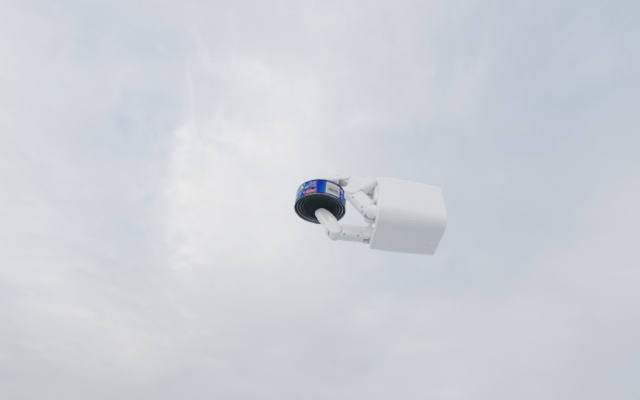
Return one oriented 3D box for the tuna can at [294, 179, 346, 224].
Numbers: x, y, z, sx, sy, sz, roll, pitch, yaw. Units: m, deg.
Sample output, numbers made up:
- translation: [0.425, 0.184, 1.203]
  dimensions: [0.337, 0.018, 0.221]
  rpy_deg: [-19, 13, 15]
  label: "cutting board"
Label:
- translation: [0.000, 0.002, 0.794]
  dimensions: [0.086, 0.033, 0.086]
  rpy_deg: [3, -37, 3]
  label: "tuna can"
